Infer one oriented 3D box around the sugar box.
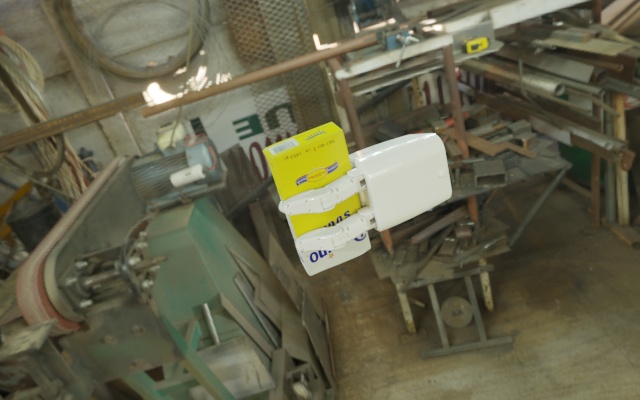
[{"bbox_3d":[0.000,0.002,0.596,0.093,0.176,0.048,-22,28,-9],"label":"sugar box"}]
